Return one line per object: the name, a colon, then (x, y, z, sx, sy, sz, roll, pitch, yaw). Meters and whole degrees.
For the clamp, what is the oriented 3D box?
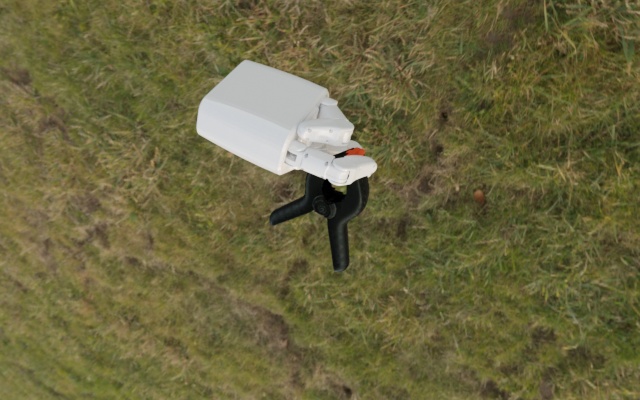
clamp: (0.000, 0.002, 0.579, 0.120, 0.172, 0.039, 24, 35, 9)
